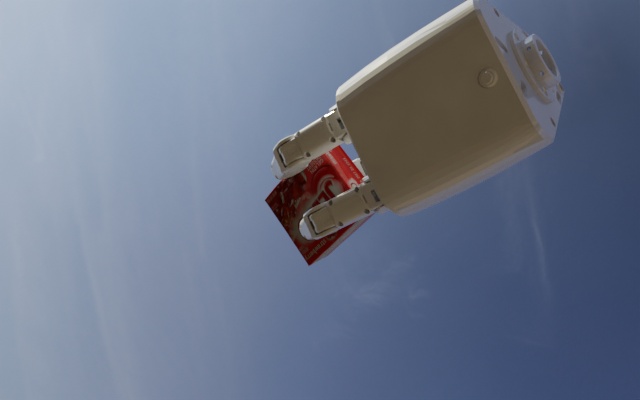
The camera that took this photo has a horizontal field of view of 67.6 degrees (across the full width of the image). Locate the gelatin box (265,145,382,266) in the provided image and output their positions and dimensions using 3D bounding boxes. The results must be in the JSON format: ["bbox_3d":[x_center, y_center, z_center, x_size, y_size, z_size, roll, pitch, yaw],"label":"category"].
[{"bbox_3d":[0.000,0.001,0.403,0.030,0.073,0.089,-21,-19,-47],"label":"gelatin box"}]
